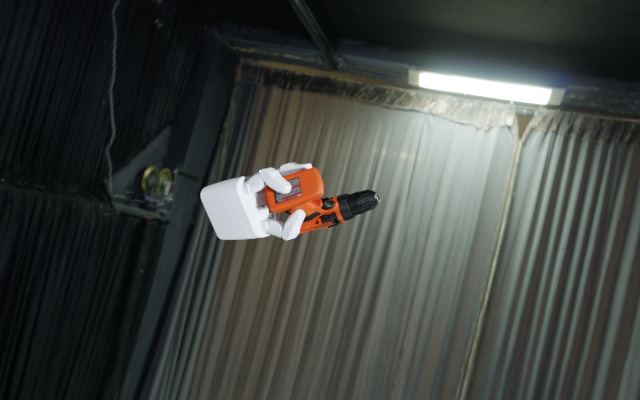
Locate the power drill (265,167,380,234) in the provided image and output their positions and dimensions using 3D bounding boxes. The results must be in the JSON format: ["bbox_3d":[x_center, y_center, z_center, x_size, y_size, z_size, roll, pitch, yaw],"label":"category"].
[{"bbox_3d":[0.000,0.003,0.858,0.184,0.057,0.188,-20,-24,16],"label":"power drill"}]
